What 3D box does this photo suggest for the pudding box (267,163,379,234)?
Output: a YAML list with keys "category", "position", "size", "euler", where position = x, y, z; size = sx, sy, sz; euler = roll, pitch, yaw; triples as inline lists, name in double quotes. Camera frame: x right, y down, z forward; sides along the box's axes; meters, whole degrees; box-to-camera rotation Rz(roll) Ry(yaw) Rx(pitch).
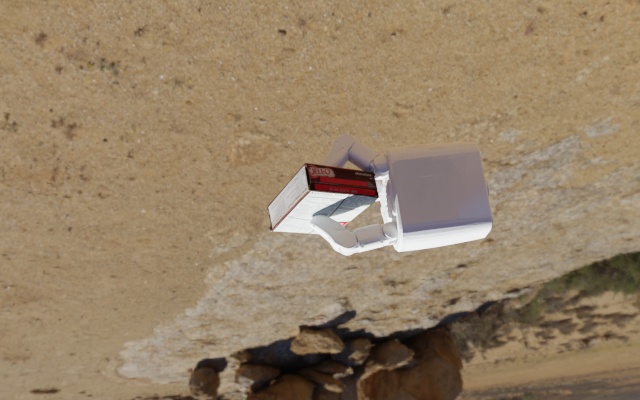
- category: "pudding box"
  position: [0.000, 0.002, 0.556]
  size: [0.090, 0.039, 0.113]
  euler: [6, -31, -28]
